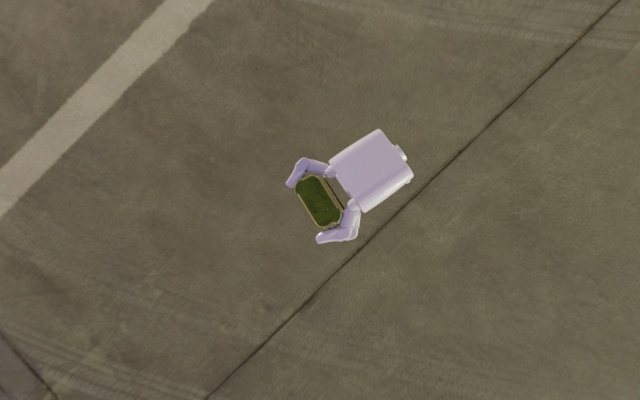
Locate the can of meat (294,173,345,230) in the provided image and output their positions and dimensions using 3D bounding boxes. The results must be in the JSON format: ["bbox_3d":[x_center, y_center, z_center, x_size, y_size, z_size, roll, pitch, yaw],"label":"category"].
[{"bbox_3d":[0.000,0.003,0.837,0.057,0.102,0.084,-33,-5,4],"label":"can of meat"}]
